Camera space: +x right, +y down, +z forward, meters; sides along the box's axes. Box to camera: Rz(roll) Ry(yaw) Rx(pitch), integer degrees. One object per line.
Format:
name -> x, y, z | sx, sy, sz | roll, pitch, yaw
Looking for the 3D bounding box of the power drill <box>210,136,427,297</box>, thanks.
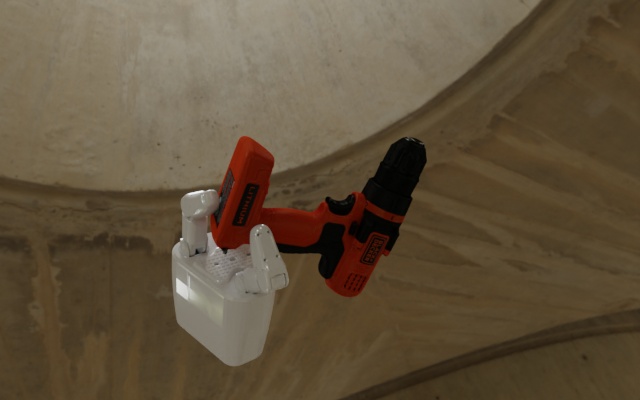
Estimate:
power drill -> 0.000, 0.002, 0.471 | 0.188, 0.184, 0.057 | 17, 16, -24
